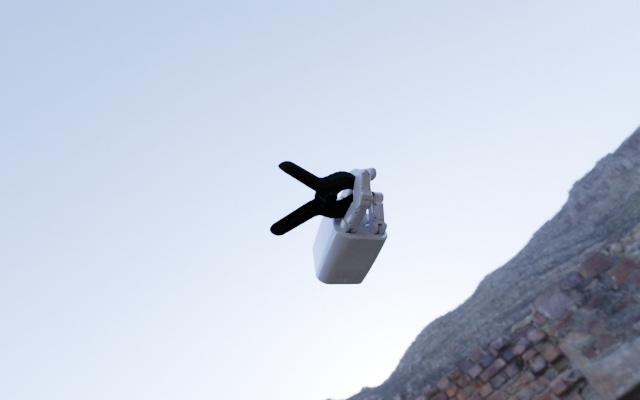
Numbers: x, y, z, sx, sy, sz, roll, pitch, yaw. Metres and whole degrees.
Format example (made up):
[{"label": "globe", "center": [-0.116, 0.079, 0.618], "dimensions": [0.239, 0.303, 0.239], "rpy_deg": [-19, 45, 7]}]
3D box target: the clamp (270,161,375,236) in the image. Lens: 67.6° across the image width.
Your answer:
[{"label": "clamp", "center": [0.000, 0.002, 0.731], "dimensions": [0.171, 0.120, 0.039], "rpy_deg": [5, 32, -29]}]
